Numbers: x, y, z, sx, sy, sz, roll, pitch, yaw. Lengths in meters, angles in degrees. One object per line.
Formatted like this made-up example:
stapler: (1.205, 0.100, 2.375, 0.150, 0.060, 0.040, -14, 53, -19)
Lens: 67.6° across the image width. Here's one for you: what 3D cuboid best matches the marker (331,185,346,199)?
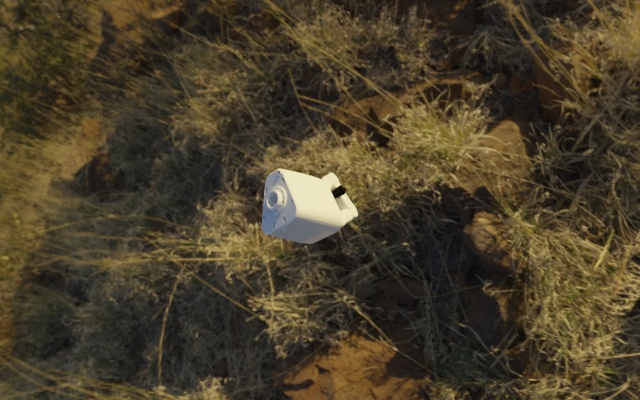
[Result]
marker: (0.000, 0.003, 0.881, 0.121, 0.020, 0.020, -29, -19, 37)
